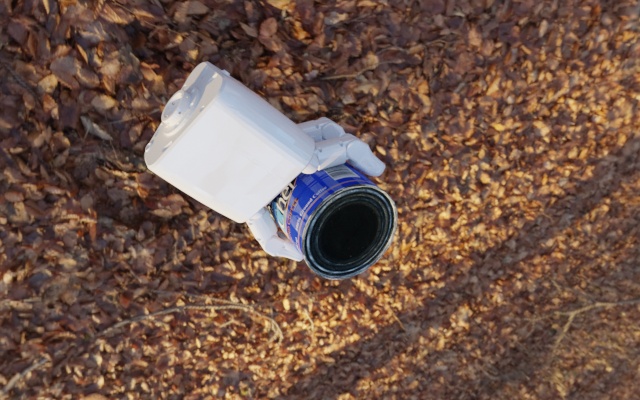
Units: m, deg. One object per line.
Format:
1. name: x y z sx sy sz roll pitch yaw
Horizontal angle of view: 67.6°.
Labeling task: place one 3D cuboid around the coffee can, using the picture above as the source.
1. coffee can: 0.000 0.002 0.504 0.103 0.103 0.140 0 26 -28
